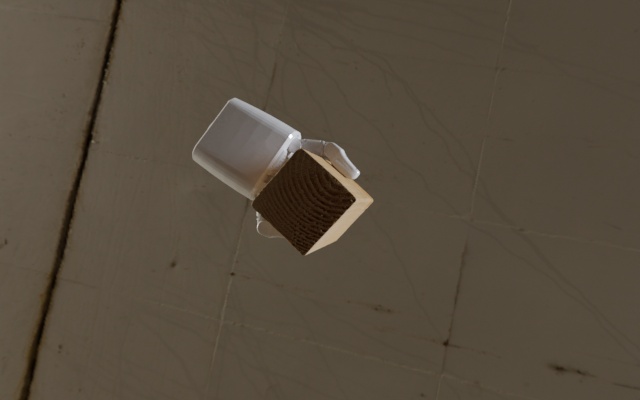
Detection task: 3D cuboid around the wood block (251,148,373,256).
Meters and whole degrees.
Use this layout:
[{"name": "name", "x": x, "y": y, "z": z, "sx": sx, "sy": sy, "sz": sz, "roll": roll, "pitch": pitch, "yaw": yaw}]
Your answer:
[{"name": "wood block", "x": 0.000, "y": 0.002, "z": 0.633, "sx": 0.090, "sy": 0.091, "sz": 0.206, "roll": 43, "pitch": 8, "yaw": 8}]
